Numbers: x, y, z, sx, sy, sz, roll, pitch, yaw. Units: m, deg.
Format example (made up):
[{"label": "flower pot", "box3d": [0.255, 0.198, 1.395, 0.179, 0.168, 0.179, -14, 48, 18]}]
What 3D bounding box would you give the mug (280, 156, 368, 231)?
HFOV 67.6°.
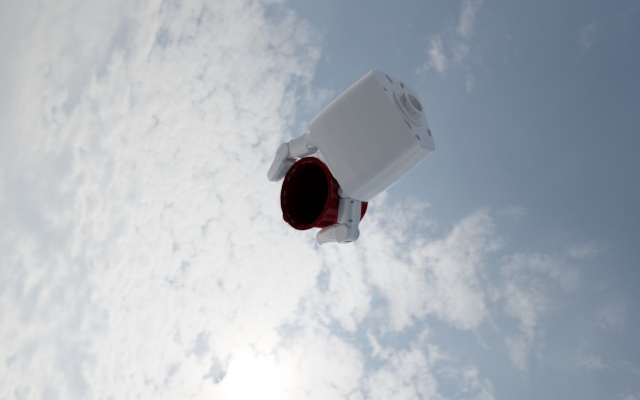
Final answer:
[{"label": "mug", "box3d": [-0.001, 0.003, 0.625, 0.081, 0.093, 0.117, 10, -37, -44]}]
